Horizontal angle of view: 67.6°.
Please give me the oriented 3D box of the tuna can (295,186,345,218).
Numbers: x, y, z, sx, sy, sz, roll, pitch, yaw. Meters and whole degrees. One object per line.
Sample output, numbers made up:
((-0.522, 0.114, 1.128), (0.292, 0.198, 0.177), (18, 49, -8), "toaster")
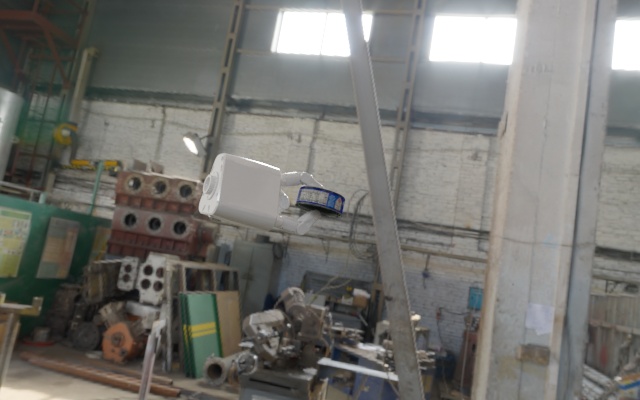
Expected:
((0.000, 0.002, 0.850), (0.086, 0.033, 0.086), (14, -11, 3), "tuna can")
